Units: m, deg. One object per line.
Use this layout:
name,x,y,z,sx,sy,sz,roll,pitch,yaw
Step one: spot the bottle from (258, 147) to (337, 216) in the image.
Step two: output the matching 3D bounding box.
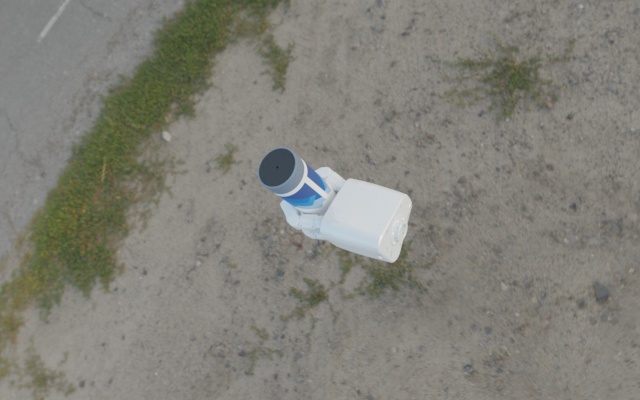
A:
bottle,0.000,0.003,0.822,0.069,0.069,0.296,0,-20,28
